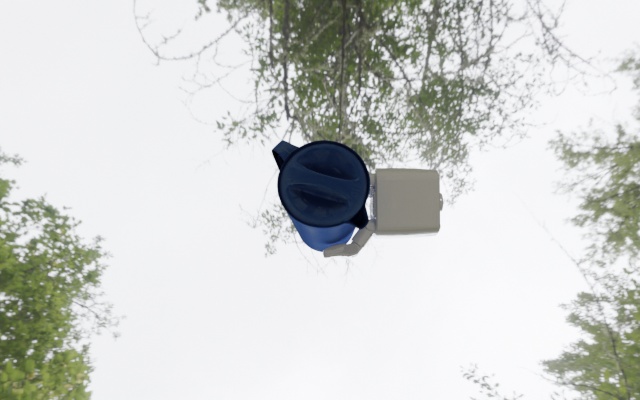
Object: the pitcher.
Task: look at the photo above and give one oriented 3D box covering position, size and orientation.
[{"bbox_3d":[0.000,0.003,0.787,0.145,0.149,0.243,-2,-18,1],"label":"pitcher"}]
